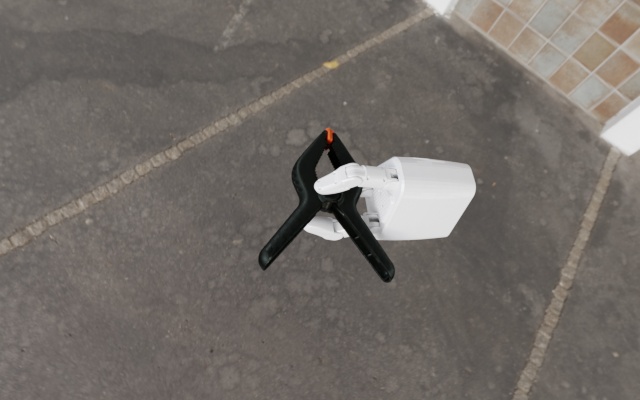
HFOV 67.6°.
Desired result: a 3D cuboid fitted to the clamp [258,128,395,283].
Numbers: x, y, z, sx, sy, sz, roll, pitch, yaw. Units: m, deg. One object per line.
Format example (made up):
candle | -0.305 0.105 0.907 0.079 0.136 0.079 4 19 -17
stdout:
clamp | 0.000 0.001 0.594 0.164 0.210 0.036 2 -28 -19
